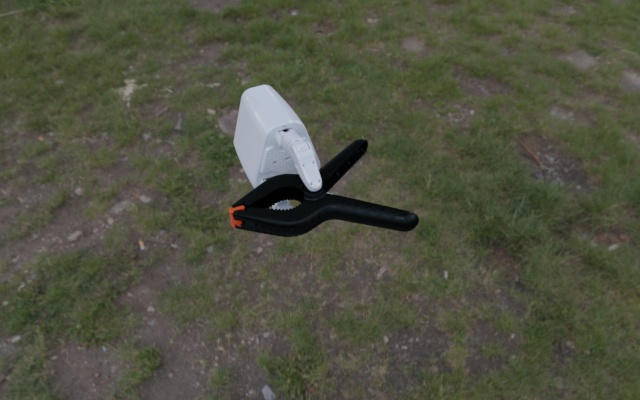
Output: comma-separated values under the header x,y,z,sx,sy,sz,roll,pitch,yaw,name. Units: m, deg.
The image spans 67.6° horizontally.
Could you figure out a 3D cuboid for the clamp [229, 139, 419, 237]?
x,y,z,sx,sy,sz,roll,pitch,yaw,name
-0.001,0.001,0.566,0.210,0.036,0.164,-19,45,-17,clamp
